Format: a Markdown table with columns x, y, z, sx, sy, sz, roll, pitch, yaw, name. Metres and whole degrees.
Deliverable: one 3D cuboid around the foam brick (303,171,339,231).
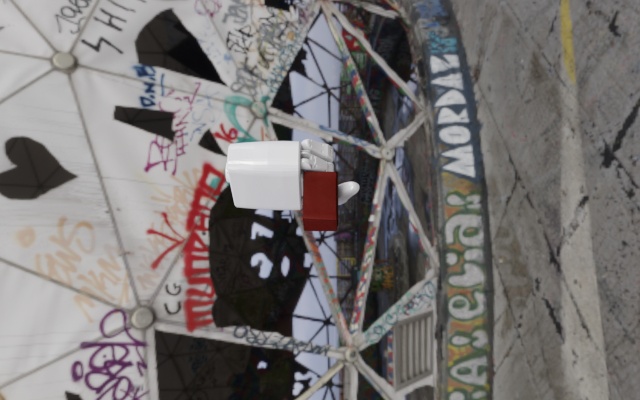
| x | y | z | sx | sy | sz | roll | pitch | yaw | name |
| --- | --- | --- | --- | --- | --- | --- | --- | --- | --- |
| 0.000 | 0.003 | 0.707 | 0.051 | 0.078 | 0.053 | 0 | -23 | 0 | foam brick |
